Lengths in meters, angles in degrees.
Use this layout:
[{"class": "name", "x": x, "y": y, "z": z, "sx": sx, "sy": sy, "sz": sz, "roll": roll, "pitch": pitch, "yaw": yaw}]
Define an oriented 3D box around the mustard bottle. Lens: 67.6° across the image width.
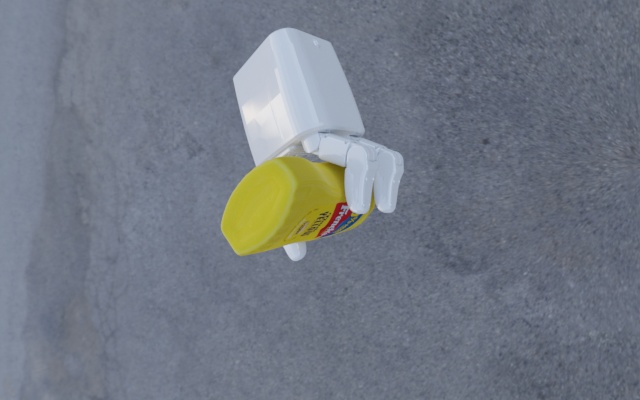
[{"class": "mustard bottle", "x": 0.000, "y": 0.002, "z": 0.466, "sx": 0.096, "sy": 0.058, "sz": 0.191, "roll": -50, "pitch": -24, "yaw": 27}]
